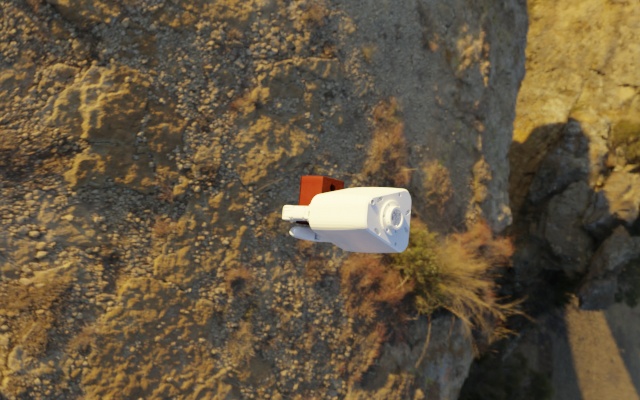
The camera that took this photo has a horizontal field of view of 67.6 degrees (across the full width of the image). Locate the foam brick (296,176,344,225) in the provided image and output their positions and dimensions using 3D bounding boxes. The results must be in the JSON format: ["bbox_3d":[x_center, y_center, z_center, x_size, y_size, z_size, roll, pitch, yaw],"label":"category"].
[{"bbox_3d":[0.000,0.002,0.762,0.051,0.078,0.053,-1,-9,44],"label":"foam brick"}]
